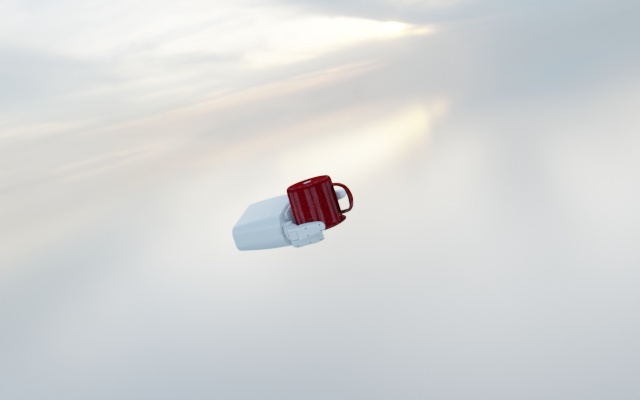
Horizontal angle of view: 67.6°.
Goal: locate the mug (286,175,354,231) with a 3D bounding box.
[{"bbox_3d":[0.001,0.002,0.822,0.117,0.081,0.093,-12,12,25],"label":"mug"}]
